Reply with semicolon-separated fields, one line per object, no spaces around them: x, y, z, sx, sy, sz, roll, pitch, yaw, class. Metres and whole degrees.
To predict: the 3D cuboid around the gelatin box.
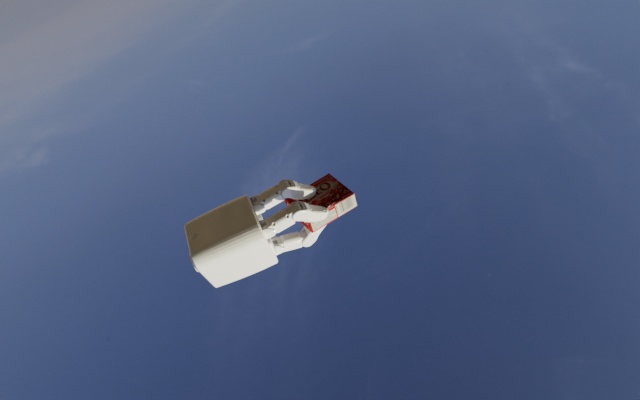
0.001;0.003;0.747;0.089;0.030;0.073;-30;42;-17;gelatin box
